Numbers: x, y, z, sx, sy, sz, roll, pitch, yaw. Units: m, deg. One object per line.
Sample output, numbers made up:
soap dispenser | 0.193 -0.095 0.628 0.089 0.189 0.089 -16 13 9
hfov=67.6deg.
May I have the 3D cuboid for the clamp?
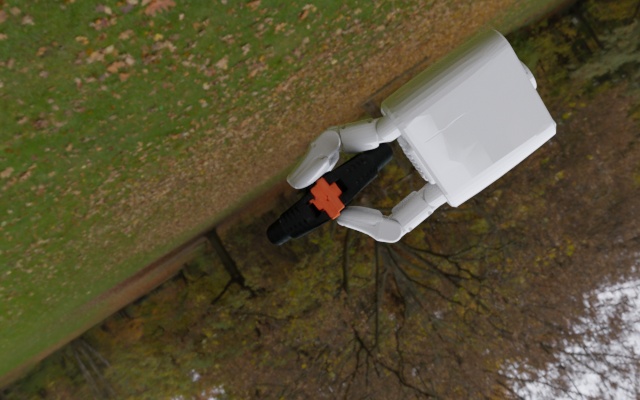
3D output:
clamp | 0.001 0.002 0.435 0.164 0.036 0.210 -39 0 9
